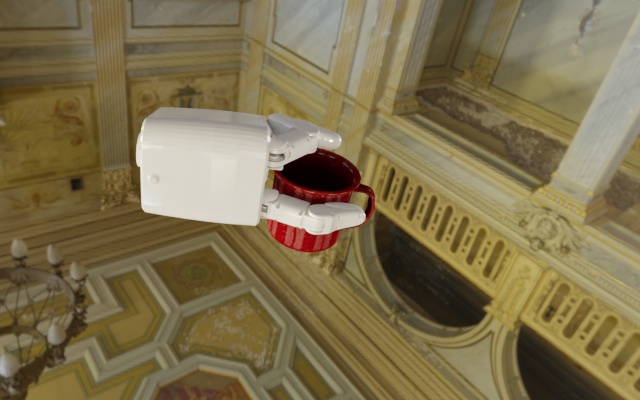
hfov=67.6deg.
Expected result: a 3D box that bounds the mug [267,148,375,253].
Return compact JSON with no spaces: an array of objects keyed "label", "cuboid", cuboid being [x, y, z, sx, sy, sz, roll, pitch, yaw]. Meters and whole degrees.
[{"label":"mug","cuboid":[0.001,0.002,0.509,0.117,0.081,0.093,6,33,-11]}]
